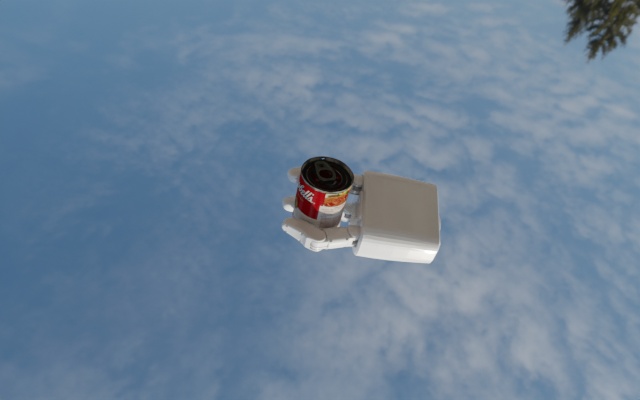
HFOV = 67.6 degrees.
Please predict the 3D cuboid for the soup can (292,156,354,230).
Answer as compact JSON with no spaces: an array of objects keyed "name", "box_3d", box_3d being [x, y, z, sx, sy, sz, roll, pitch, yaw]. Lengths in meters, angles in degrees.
[{"name":"soup can","box_3d":[0.000,0.002,0.629,0.068,0.102,0.068,7,44,-7]}]
